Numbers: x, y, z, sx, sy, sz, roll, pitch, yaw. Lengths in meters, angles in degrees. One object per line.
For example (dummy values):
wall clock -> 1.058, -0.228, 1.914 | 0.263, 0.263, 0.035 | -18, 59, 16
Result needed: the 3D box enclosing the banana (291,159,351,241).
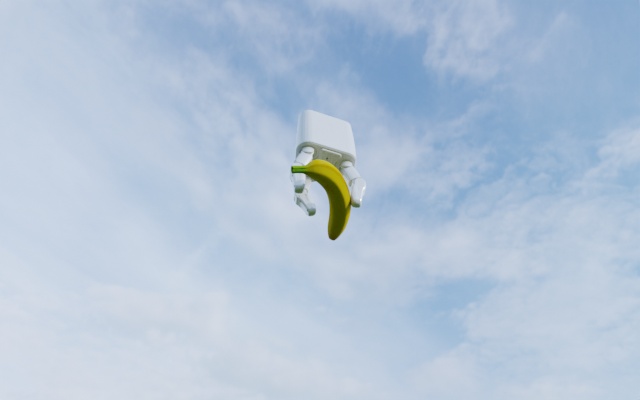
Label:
banana -> 0.016, -0.005, 0.797 | 0.069, 0.037, 0.198 | -19, -45, 10
